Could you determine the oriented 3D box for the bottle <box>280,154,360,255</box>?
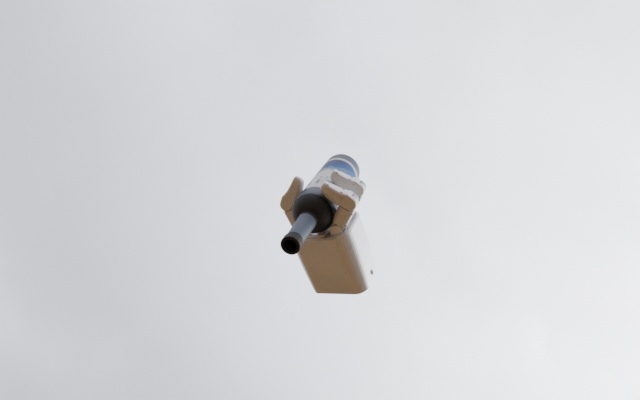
[{"bbox_3d":[0.000,0.002,0.755,0.069,0.069,0.295,0,23,17],"label":"bottle"}]
